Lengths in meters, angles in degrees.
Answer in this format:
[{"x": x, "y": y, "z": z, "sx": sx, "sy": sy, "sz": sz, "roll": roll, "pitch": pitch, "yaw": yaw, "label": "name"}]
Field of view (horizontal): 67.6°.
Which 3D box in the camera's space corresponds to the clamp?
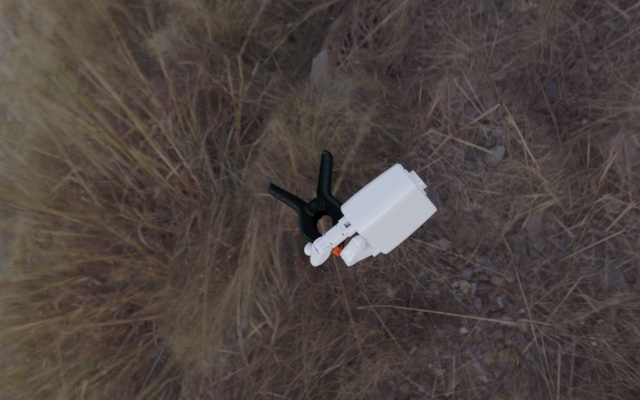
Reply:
[{"x": 0.000, "y": 0.003, "z": 0.756, "sx": 0.120, "sy": 0.171, "sz": 0.039, "roll": -40, "pitch": -24, "yaw": 10, "label": "clamp"}]
